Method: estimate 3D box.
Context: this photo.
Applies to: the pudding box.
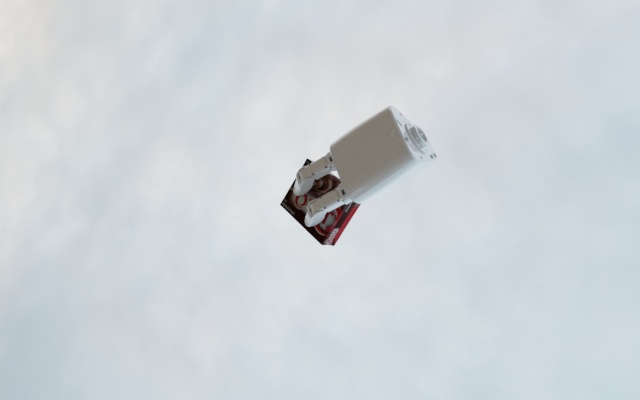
[{"bbox_3d":[0.000,0.002,0.734,0.039,0.090,0.113,15,21,-50],"label":"pudding box"}]
